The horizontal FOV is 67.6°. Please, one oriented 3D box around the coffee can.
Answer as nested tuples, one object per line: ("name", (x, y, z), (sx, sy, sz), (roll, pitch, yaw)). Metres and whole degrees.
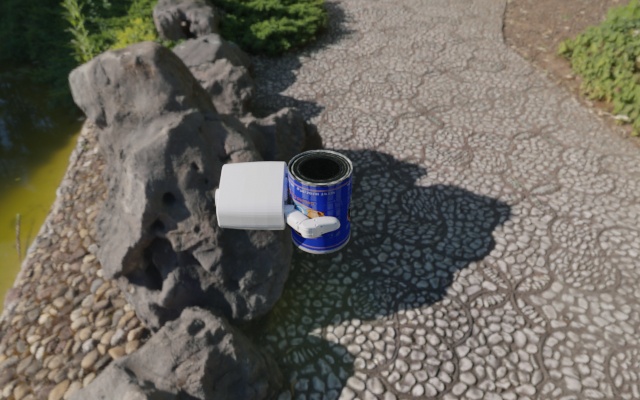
("coffee can", (0.000, 0.003, 0.787), (0.103, 0.140, 0.102), (0, 37, 0))
